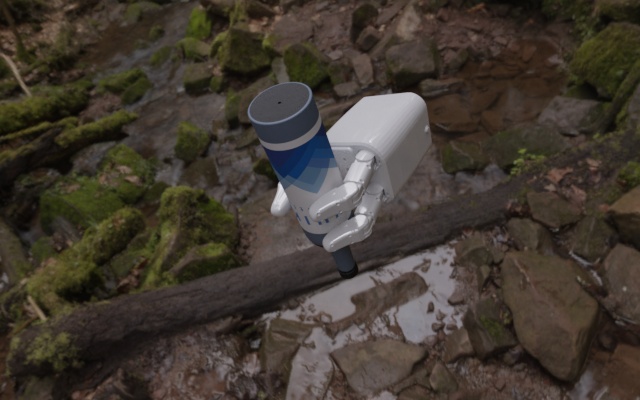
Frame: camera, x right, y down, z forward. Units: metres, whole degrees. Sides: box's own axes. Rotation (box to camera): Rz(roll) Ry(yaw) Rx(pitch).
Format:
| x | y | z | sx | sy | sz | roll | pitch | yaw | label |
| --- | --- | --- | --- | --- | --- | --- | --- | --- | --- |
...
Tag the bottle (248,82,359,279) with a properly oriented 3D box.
| x | y | z | sx | sy | sz | roll | pitch | yaw | label |
| --- | --- | --- | --- | --- | --- | --- | --- | --- | --- |
| 0.000 | 0.002 | 0.566 | 0.069 | 0.069 | 0.296 | 0 | -41 | 21 | bottle |
